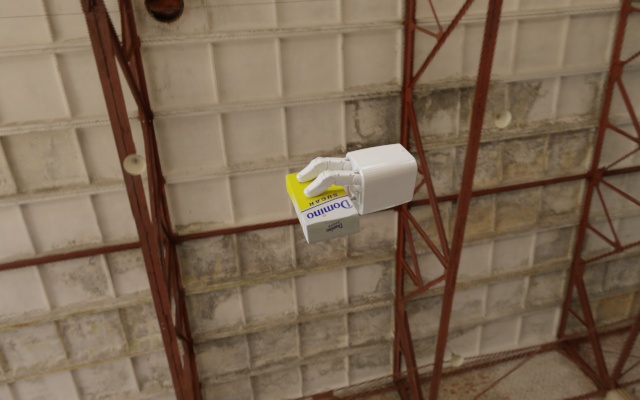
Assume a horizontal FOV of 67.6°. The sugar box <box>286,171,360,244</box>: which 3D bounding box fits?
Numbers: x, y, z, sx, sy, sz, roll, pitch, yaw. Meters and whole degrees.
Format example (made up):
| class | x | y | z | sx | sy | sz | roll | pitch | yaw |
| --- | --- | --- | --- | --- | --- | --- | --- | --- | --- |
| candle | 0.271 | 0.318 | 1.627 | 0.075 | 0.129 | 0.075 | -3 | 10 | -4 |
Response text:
| class | x | y | z | sx | sy | sz | roll | pitch | yaw |
| --- | --- | --- | --- | --- | --- | --- | --- | --- | --- |
| sugar box | 0.000 | 0.002 | 0.854 | 0.093 | 0.048 | 0.176 | -13 | 31 | -10 |
